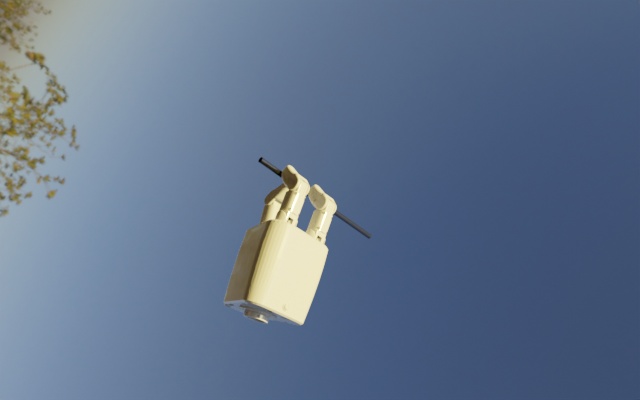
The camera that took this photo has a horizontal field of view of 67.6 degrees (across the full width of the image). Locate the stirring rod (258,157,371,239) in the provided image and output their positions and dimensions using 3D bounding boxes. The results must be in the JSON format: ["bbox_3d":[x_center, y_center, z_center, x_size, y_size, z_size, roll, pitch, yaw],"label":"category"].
[{"bbox_3d":[0.000,0.002,0.698,0.011,0.011,0.240,0,-28,48],"label":"stirring rod"}]
